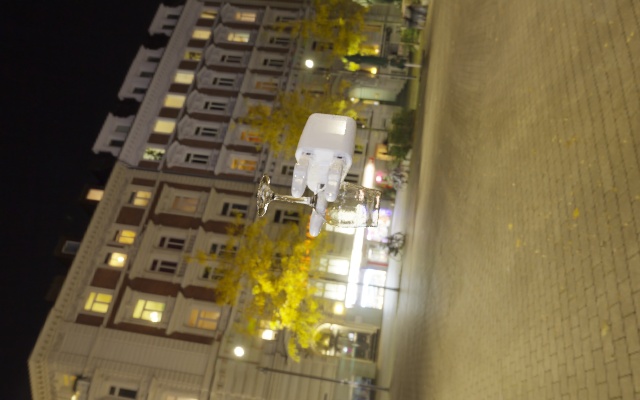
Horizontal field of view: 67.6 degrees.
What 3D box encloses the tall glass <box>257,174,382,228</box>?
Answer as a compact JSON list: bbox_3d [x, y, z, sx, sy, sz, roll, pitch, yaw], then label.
[{"bbox_3d":[-0.001,0.003,0.804,0.201,0.079,0.079,7,1,6],"label":"tall glass"}]
